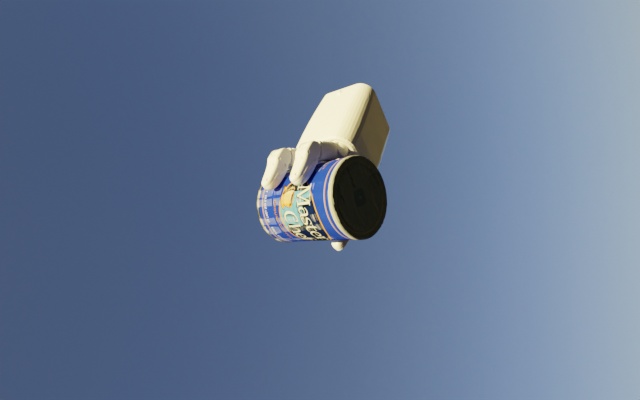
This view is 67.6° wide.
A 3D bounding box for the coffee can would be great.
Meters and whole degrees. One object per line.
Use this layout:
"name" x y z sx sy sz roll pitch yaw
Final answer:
"coffee can" 0.000 0.002 0.623 0.103 0.103 0.140 0 -5 -45
